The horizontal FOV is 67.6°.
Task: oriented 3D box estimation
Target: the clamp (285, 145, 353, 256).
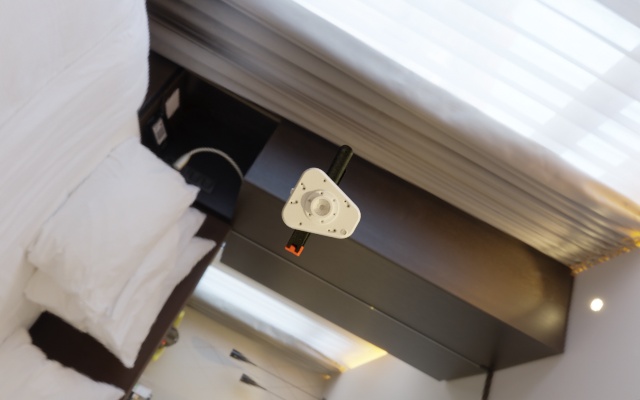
[{"bbox_3d":[0.001,0.004,0.882,0.036,0.210,0.164,29,-1,4],"label":"clamp"}]
